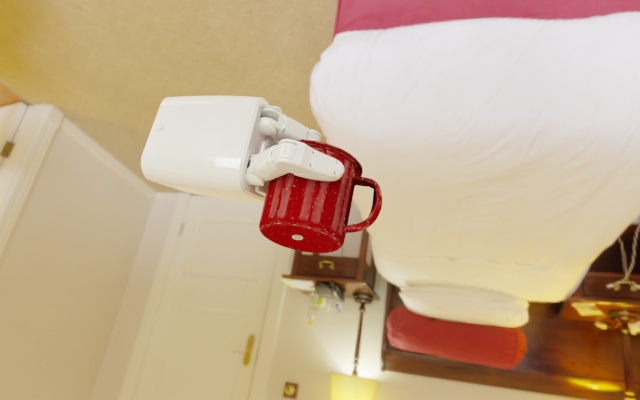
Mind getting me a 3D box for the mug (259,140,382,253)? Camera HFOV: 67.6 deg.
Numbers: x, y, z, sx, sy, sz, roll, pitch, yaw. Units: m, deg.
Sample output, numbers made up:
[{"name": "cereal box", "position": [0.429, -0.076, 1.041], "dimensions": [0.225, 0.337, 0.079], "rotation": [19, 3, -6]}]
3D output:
[{"name": "mug", "position": [0.001, 0.002, 0.455], "dimensions": [0.117, 0.081, 0.093], "rotation": [6, -23, 14]}]
